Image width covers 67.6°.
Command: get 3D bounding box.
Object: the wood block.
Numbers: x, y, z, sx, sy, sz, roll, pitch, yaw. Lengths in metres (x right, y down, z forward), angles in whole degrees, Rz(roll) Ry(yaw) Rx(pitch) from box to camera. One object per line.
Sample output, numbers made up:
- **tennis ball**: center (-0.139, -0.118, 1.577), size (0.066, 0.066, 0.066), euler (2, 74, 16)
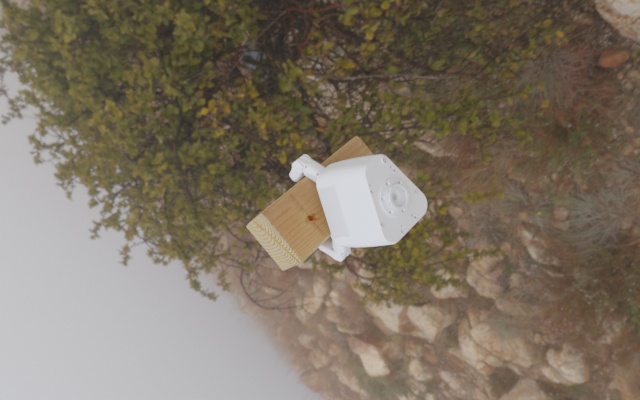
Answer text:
- **wood block**: center (0.000, 0.002, 0.735), size (0.206, 0.091, 0.090), euler (-40, 3, -28)
